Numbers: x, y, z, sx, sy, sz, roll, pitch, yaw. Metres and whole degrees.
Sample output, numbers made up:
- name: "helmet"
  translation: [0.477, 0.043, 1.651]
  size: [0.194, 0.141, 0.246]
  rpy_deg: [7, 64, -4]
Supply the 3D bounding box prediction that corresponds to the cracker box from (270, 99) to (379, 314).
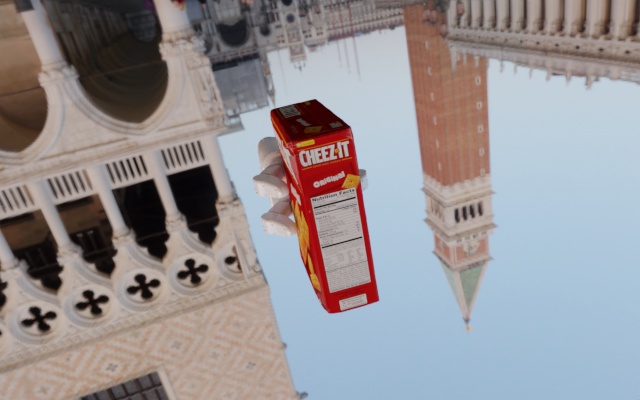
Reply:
- name: "cracker box"
  translation: [0.000, 0.002, 0.575]
  size: [0.072, 0.214, 0.164]
  rpy_deg: [-15, 24, -8]
